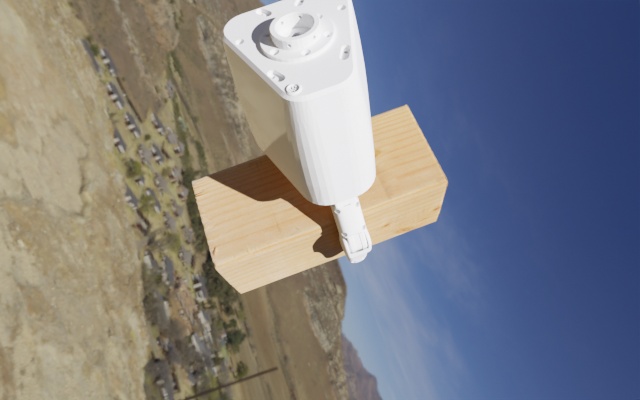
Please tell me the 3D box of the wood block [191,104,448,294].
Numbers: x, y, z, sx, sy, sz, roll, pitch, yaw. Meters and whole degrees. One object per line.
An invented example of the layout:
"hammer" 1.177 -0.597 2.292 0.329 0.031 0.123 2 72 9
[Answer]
"wood block" 0.000 0.002 0.448 0.206 0.090 0.090 -20 -25 -3
